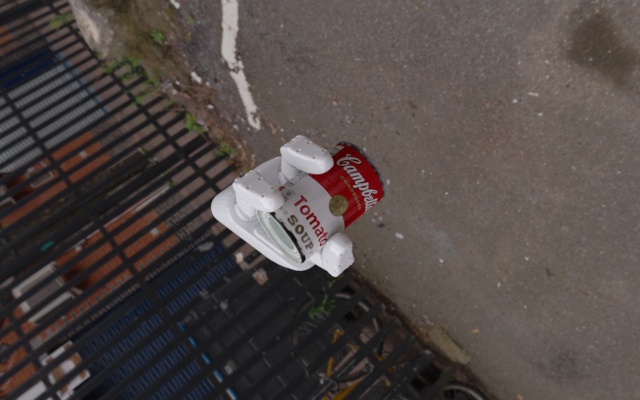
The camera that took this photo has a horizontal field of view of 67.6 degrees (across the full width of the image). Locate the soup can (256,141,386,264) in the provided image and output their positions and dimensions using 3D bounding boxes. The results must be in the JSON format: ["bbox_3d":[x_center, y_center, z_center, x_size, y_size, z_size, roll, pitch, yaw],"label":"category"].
[{"bbox_3d":[0.000,0.002,0.435,0.102,0.068,0.068,-38,14,-19],"label":"soup can"}]
